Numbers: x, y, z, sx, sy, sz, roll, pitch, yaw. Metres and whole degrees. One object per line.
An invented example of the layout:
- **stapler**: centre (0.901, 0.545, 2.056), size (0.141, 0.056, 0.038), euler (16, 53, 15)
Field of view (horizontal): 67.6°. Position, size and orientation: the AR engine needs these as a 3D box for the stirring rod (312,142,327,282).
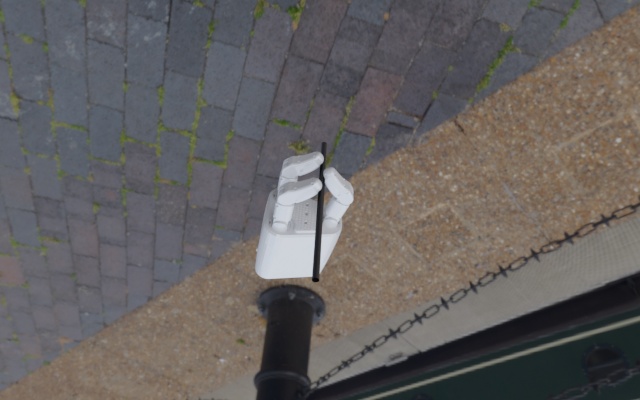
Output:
- **stirring rod**: centre (0.000, 0.002, 0.590), size (0.011, 0.011, 0.239), euler (0, 43, 3)
